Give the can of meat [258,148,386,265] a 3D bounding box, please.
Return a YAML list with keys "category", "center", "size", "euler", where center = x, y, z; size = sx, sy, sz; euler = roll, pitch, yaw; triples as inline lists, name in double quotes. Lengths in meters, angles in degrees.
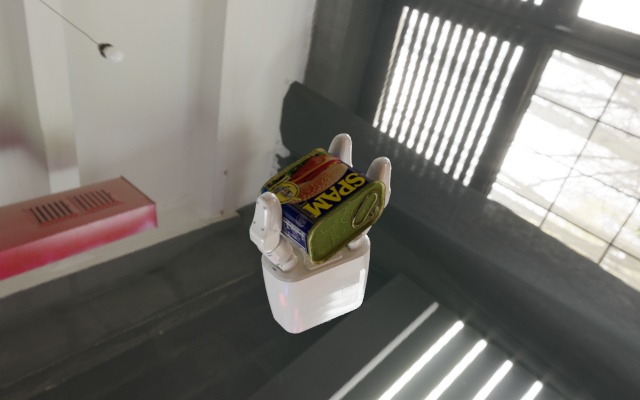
- category: "can of meat"
  center: [0.000, 0.001, 0.476]
  size: [0.102, 0.057, 0.084]
  euler: [-35, 52, -27]
